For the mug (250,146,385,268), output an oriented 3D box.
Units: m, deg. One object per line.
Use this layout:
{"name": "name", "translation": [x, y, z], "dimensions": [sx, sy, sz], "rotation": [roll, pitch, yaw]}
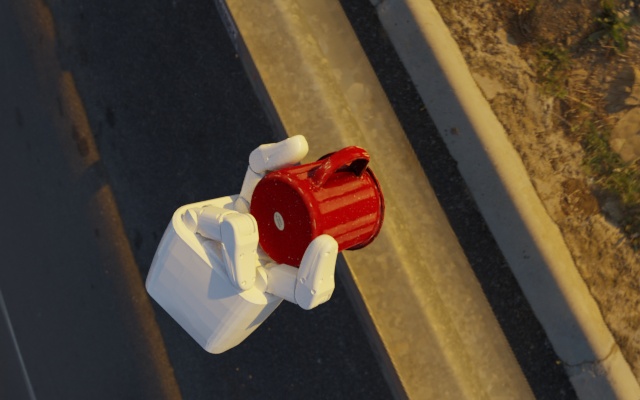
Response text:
{"name": "mug", "translation": [0.001, 0.000, 0.402], "dimensions": [0.081, 0.093, 0.117], "rotation": [-17, -28, -47]}
